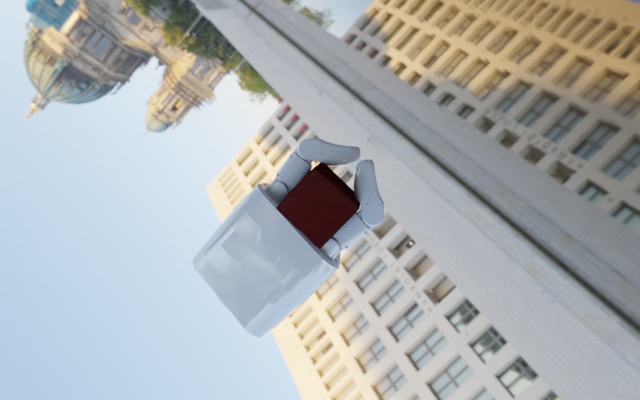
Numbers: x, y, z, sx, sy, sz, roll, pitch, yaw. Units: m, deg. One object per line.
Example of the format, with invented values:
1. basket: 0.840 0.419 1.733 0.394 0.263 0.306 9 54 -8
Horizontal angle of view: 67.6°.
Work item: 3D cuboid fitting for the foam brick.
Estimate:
1. foam brick: 0.000 0.001 0.435 0.053 0.051 0.078 44 8 -2
